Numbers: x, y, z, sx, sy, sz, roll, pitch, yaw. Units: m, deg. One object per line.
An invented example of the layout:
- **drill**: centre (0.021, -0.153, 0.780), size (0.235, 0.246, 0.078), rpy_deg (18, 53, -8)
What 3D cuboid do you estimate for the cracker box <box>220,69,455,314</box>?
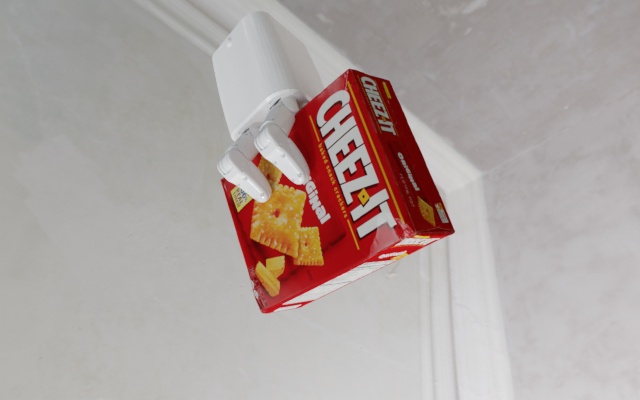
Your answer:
- **cracker box**: centre (0.000, 0.002, 0.477), size (0.072, 0.164, 0.214), rpy_deg (0, -26, -47)
